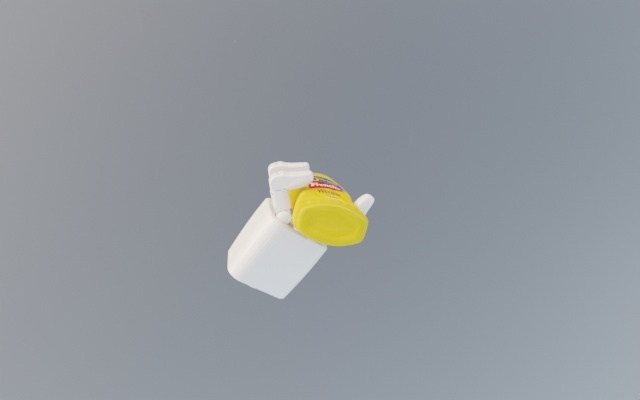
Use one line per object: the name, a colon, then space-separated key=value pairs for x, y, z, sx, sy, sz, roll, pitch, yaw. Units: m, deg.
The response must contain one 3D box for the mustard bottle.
mustard bottle: x=0.000 y=0.002 z=0.692 sx=0.096 sy=0.058 sz=0.191 roll=11 pitch=16 yaw=-13
